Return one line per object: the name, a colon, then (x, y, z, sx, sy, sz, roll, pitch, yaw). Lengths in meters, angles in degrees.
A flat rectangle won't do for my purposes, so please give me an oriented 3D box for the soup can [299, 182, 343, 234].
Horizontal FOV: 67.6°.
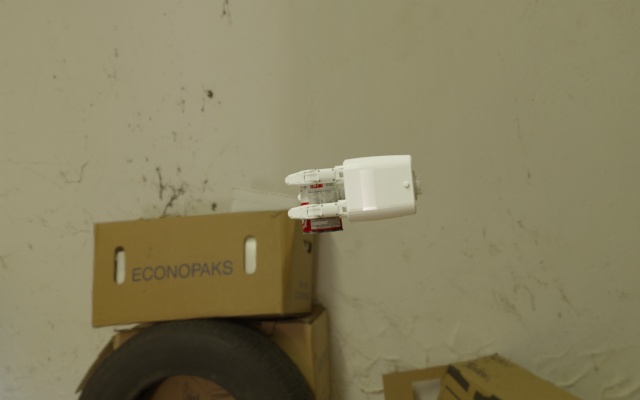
soup can: (0.000, 0.002, 0.800, 0.068, 0.102, 0.068, -5, -2, 0)
